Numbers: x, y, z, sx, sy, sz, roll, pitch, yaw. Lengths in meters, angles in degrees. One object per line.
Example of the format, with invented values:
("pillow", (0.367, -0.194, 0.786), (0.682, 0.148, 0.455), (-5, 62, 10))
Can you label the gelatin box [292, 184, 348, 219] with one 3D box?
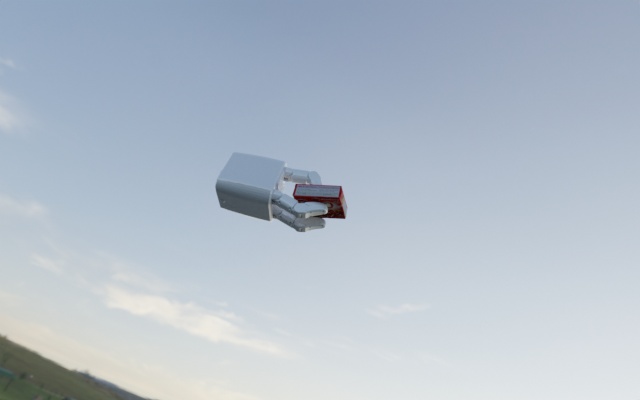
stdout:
("gelatin box", (0.001, 0.002, 0.875), (0.089, 0.030, 0.073), (2, -33, 14))
